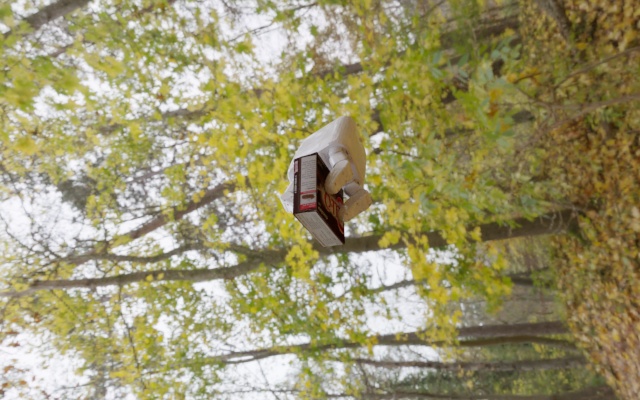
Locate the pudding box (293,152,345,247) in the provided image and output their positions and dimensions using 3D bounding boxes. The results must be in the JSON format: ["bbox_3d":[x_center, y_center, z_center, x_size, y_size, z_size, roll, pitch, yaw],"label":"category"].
[{"bbox_3d":[0.000,0.002,0.657,0.039,0.090,0.113,-13,-32,20],"label":"pudding box"}]
